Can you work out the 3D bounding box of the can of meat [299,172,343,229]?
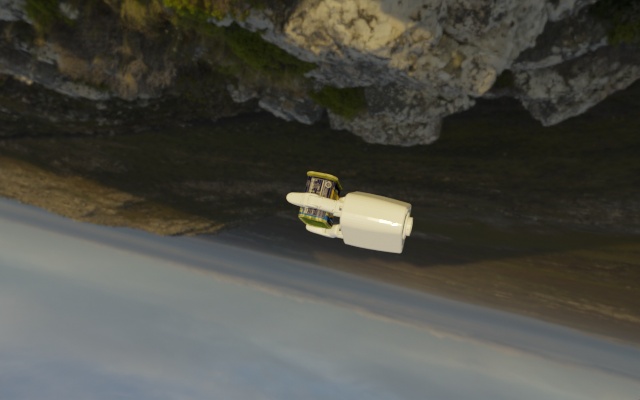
[{"bbox_3d":[0.000,0.003,0.874,0.057,0.084,0.102,11,-10,12],"label":"can of meat"}]
